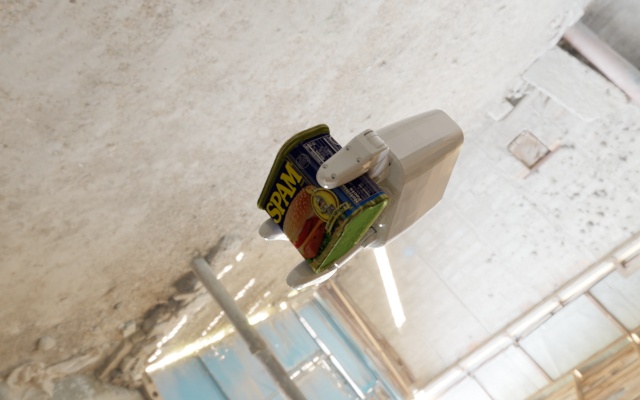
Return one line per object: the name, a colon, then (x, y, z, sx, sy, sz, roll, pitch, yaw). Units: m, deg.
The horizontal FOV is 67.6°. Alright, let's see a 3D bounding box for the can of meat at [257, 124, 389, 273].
can of meat: (0.000, 0.002, 0.408, 0.057, 0.084, 0.102, -28, -21, -38)
